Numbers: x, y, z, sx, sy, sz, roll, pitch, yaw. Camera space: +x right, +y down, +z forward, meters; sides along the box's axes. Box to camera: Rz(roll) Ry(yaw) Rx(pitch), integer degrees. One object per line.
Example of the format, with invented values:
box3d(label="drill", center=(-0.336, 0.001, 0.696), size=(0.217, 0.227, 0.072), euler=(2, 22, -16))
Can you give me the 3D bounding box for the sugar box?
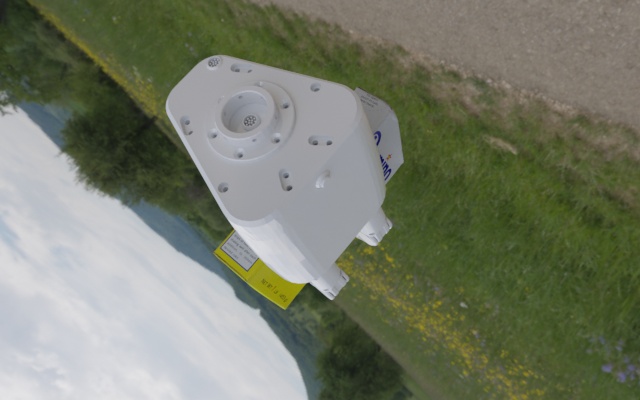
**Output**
box3d(label="sugar box", center=(0.000, 0.002, 0.400), size=(0.048, 0.176, 0.093), euler=(37, -10, 26))
